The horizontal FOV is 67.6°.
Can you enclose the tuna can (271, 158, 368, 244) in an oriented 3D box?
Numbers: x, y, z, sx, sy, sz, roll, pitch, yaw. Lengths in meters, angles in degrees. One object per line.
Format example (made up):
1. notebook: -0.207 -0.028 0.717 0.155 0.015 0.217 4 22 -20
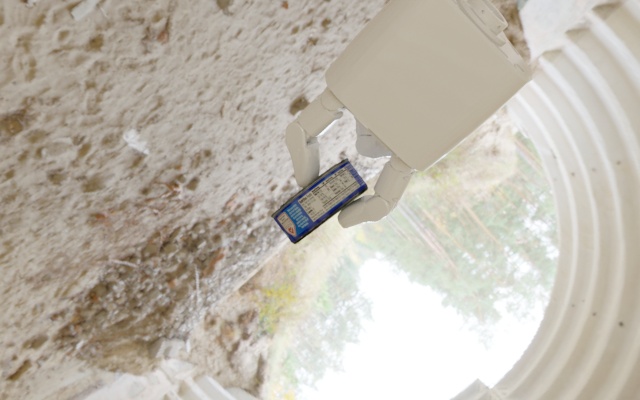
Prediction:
1. tuna can: 0.000 0.002 0.424 0.086 0.034 0.086 -37 -2 -1
